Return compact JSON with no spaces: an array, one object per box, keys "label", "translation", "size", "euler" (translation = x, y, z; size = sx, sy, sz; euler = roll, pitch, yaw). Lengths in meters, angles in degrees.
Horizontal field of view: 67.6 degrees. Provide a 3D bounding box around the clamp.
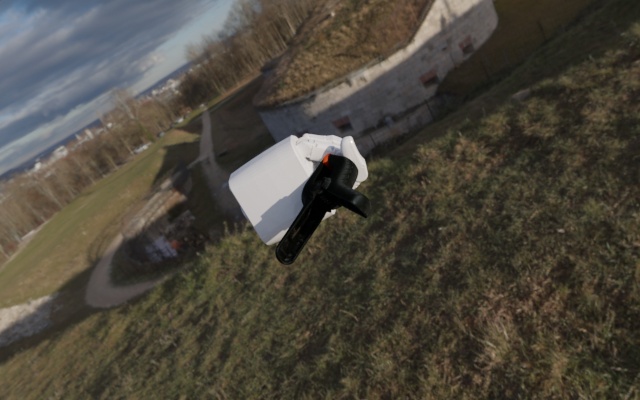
[{"label":"clamp","translation":[0.000,0.001,0.549],"size":[0.120,0.039,0.171],"euler":[-31,21,14]}]
